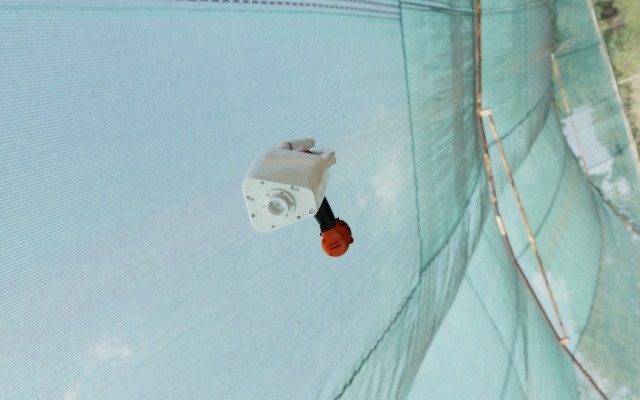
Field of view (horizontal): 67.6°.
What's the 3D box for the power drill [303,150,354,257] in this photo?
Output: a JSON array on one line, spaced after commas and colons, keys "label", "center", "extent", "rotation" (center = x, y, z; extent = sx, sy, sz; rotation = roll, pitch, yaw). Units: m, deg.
[{"label": "power drill", "center": [0.000, 0.002, 0.851], "extent": [0.057, 0.187, 0.184], "rotation": [-28, 3, 5]}]
